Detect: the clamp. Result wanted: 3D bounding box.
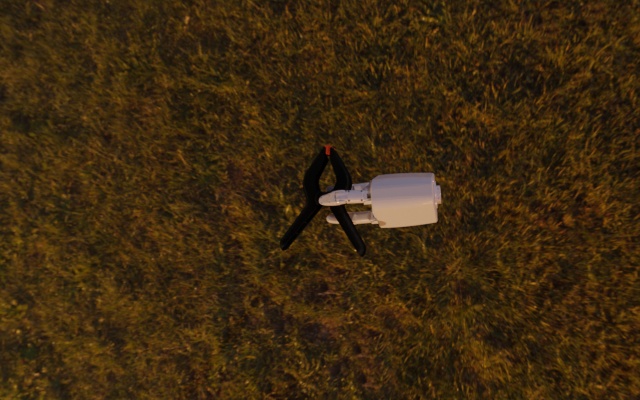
[{"bbox_3d":[0.000,0.002,0.889,0.164,0.210,0.036,-4,-9,16],"label":"clamp"}]
